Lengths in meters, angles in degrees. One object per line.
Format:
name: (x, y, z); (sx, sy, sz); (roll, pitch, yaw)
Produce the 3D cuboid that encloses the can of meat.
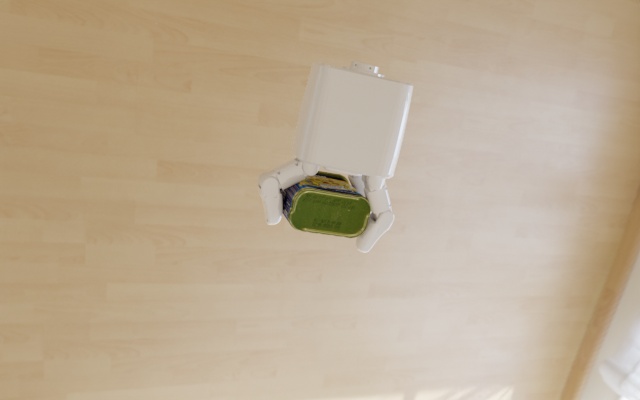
can of meat: (0.000, 0.002, 0.570); (0.102, 0.057, 0.084); (8, 16, -22)
